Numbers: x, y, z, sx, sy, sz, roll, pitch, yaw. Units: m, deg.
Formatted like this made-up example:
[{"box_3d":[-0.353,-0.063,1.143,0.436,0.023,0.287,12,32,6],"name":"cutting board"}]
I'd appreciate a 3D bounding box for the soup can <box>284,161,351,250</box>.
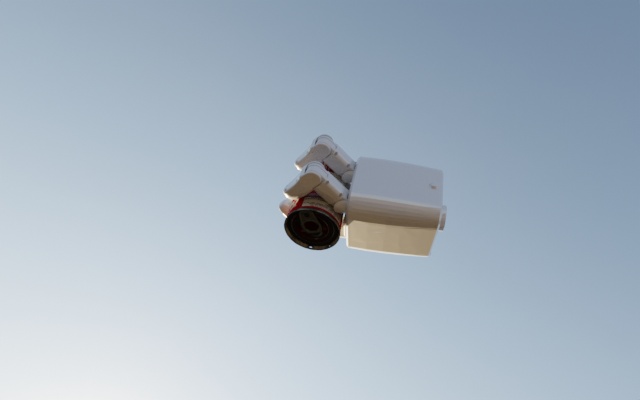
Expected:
[{"box_3d":[0.000,0.002,0.596,0.068,0.069,0.102,0,42,16],"name":"soup can"}]
